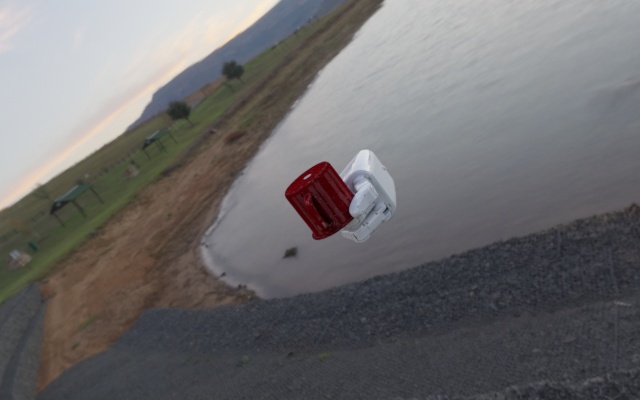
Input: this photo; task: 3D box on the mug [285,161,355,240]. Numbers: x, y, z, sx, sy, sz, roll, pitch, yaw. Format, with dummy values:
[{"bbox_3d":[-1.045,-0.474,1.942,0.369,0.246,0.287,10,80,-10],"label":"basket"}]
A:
[{"bbox_3d":[0.000,0.003,0.685,0.093,0.081,0.117,-32,16,21],"label":"mug"}]
